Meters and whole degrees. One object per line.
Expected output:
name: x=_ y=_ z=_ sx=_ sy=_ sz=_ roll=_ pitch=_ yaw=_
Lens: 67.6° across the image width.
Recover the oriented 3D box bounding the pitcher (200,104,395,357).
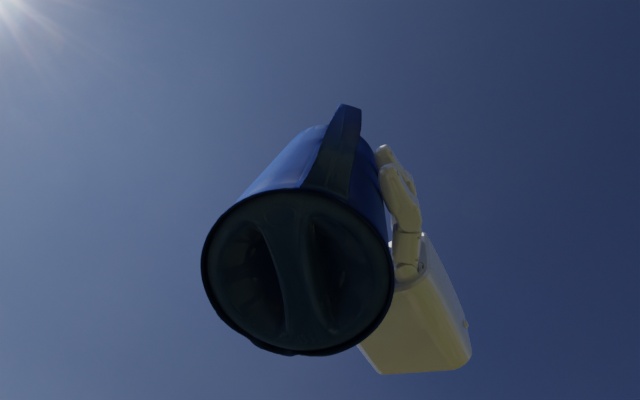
pitcher: x=0.000 y=0.002 z=0.423 sx=0.149 sy=0.145 sz=0.242 roll=-26 pitch=17 yaw=17
